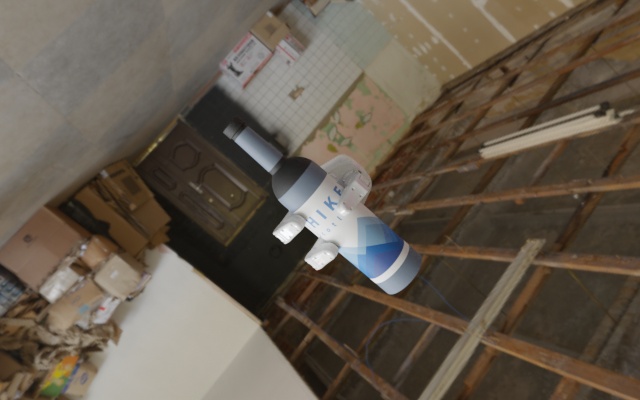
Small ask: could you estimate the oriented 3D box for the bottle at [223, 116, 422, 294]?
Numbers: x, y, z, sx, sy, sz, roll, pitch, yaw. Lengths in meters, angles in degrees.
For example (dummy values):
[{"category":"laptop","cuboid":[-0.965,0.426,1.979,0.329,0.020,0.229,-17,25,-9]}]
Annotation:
[{"category":"bottle","cuboid":[0.000,0.002,0.603,0.296,0.069,0.069,41,-8,-9]}]
